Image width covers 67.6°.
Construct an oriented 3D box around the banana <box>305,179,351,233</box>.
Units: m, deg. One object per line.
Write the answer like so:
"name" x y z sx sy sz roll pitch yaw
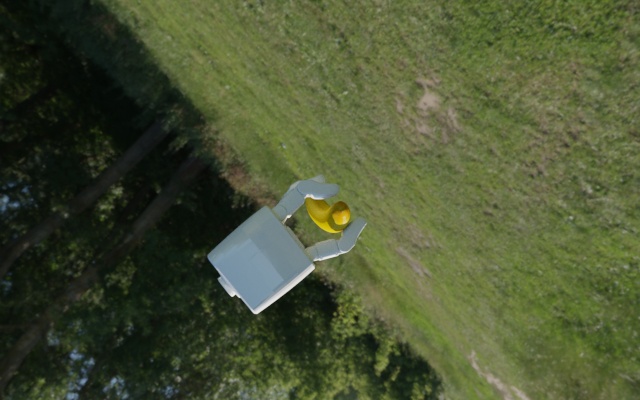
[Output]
"banana" 0.008 0.017 0.731 0.037 0.070 0.197 -34 20 -10
